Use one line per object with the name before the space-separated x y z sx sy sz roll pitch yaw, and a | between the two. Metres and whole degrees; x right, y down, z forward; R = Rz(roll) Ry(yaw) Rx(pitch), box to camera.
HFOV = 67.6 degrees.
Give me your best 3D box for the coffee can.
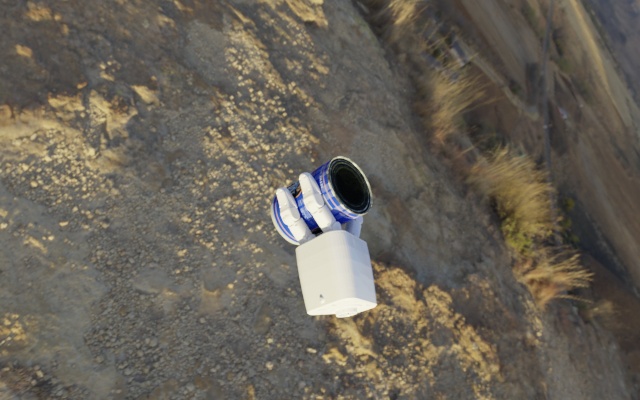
coffee can | 0.000 0.003 0.793 0.140 0.102 0.103 -30 -19 38
